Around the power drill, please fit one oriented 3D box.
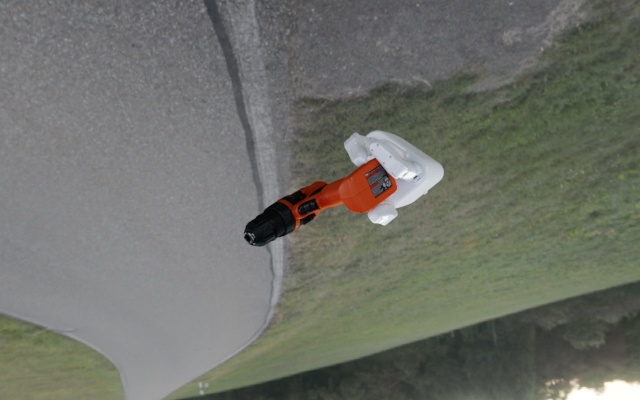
[{"bbox_3d":[0.001,0.002,0.678,0.188,0.057,0.184,-17,12,43],"label":"power drill"}]
